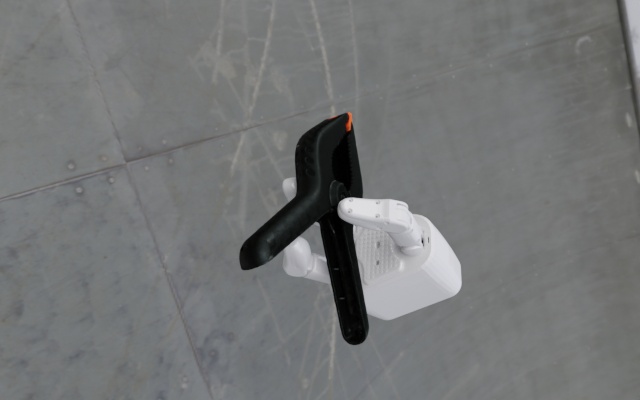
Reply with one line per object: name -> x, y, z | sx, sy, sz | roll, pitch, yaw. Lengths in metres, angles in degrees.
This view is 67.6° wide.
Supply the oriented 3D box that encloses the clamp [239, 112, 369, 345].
clamp -> 0.001, 0.001, 0.409 | 0.036, 0.210, 0.165 | -12, -32, 29
